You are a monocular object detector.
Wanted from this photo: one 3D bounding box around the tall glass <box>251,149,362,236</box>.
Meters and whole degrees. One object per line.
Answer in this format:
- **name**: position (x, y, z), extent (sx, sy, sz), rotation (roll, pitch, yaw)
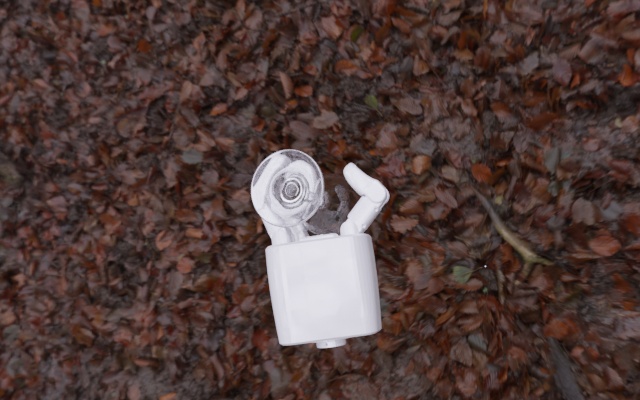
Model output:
- **tall glass**: position (0.000, 0.002, 0.538), extent (0.079, 0.079, 0.201), rotation (0, -7, 19)
